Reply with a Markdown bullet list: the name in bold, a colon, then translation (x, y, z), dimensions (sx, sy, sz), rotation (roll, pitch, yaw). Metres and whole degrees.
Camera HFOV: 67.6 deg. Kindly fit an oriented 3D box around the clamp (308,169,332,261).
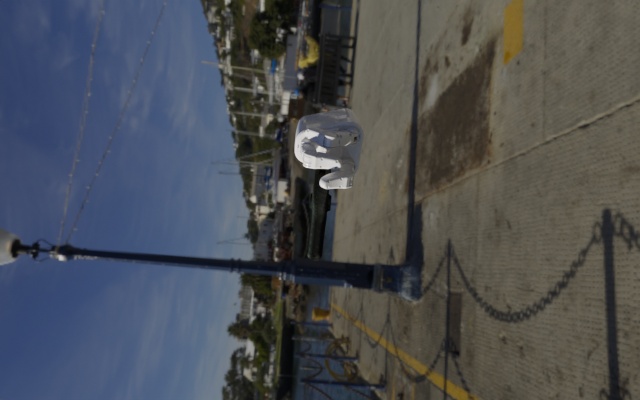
- **clamp**: translation (0.000, 0.003, 0.811), dimensions (0.039, 0.171, 0.120), rotation (6, 25, -5)
